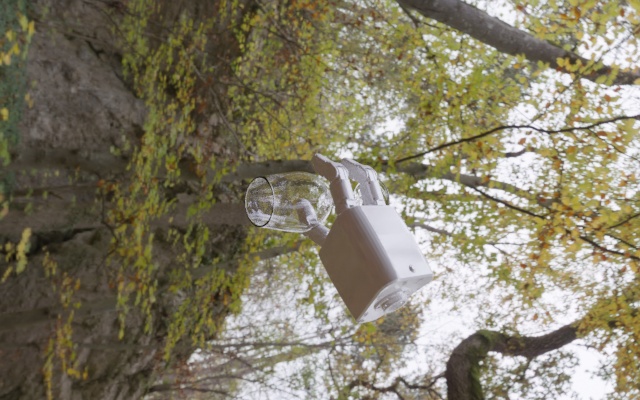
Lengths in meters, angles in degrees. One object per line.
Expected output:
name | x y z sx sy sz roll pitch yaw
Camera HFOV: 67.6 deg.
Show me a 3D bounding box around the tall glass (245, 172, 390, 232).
tall glass | 0.001 0.002 0.639 0.201 0.079 0.079 1 -1 -42
